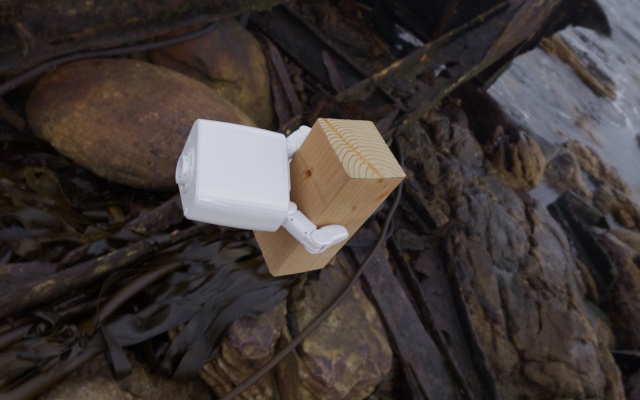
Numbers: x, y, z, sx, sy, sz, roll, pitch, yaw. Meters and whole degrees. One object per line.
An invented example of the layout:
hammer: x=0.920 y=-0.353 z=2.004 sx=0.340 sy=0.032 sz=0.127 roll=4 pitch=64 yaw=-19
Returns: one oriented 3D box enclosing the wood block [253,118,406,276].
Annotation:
wood block: x=0.000 y=0.002 z=0.610 sx=0.090 sy=0.090 sz=0.206 roll=-4 pitch=-35 yaw=-37
